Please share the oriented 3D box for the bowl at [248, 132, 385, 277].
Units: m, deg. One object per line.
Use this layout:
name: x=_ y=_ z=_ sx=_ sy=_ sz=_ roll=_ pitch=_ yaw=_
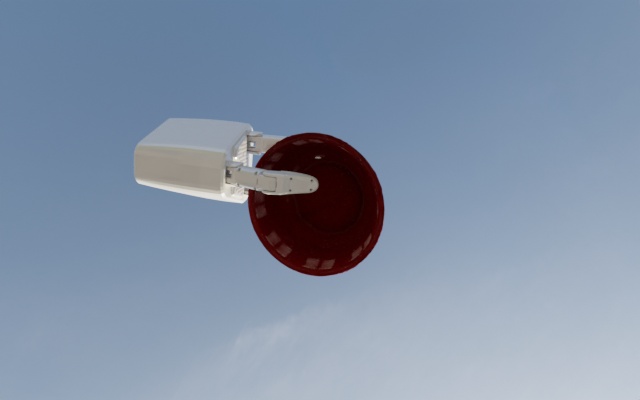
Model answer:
bowl: x=0.001 y=0.002 z=0.548 sx=0.162 sy=0.162 sz=0.055 roll=0 pitch=11 yaw=21
